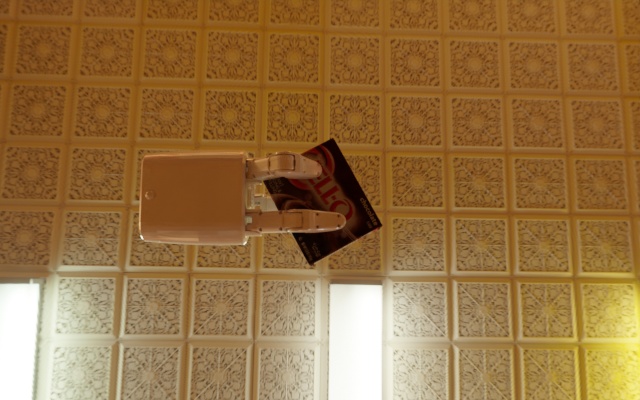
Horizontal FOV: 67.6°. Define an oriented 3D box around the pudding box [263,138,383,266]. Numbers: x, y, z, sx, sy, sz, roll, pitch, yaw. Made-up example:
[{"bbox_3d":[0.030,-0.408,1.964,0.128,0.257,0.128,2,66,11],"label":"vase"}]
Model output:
[{"bbox_3d":[0.000,0.002,0.520,0.090,0.113,0.039,-28,-5,-7],"label":"pudding box"}]
